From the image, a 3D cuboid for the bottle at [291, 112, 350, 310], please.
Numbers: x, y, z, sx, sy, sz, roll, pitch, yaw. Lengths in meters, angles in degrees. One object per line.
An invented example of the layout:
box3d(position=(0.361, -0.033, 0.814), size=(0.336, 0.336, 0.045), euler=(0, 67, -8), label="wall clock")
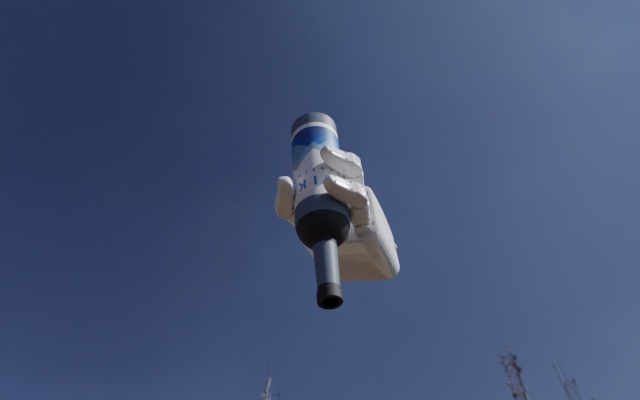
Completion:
box3d(position=(0.000, 0.002, 0.597), size=(0.069, 0.295, 0.069), euler=(-3, -45, -3), label="bottle")
